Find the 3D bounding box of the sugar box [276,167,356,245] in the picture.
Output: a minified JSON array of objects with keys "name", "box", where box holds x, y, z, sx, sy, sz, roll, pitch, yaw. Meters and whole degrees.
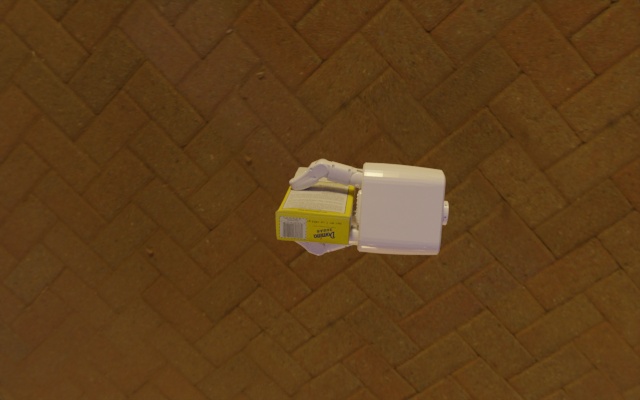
[{"name":"sugar box","box":[0.000,0.003,0.662,0.093,0.048,0.176,5,20,6]}]
